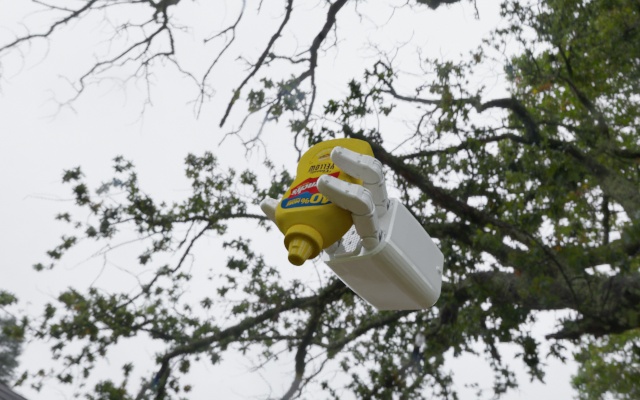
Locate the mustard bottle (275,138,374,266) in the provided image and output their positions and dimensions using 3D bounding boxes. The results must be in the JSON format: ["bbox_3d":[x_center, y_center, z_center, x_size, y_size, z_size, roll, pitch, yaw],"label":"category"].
[{"bbox_3d":[0.000,0.001,0.550,0.096,0.058,0.191,-5,37,23],"label":"mustard bottle"}]
